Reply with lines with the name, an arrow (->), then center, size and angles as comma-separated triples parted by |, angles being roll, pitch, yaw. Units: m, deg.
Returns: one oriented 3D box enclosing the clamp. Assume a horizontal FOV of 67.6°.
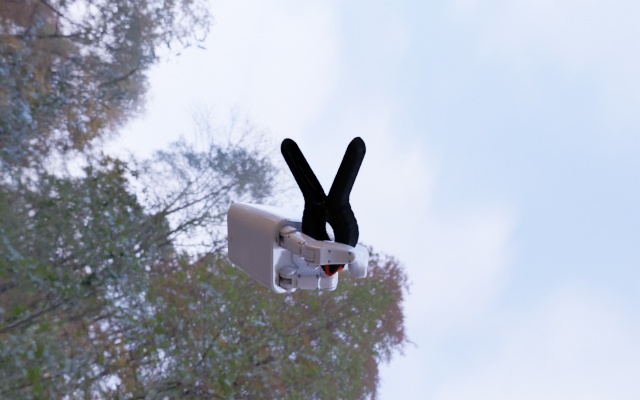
clamp -> 0.001, 0.002, 0.567 | 0.039, 0.171, 0.120 | -14, 24, -42
